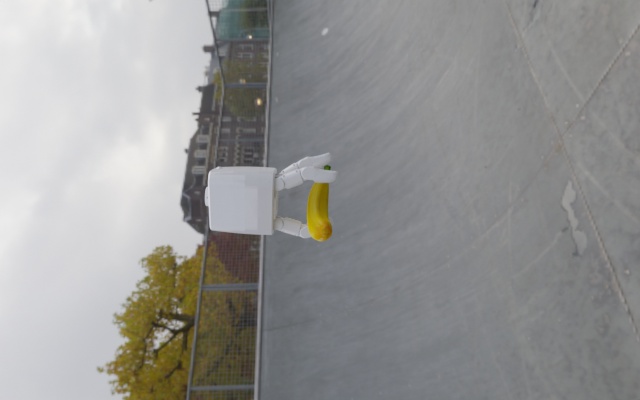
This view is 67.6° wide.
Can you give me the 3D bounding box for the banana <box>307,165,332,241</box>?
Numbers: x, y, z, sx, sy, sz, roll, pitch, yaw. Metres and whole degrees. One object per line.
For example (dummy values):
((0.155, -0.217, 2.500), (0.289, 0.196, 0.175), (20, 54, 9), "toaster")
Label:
((-0.002, 0.016, 0.771), (0.037, 0.070, 0.197), (5, 33, -4), "banana")
